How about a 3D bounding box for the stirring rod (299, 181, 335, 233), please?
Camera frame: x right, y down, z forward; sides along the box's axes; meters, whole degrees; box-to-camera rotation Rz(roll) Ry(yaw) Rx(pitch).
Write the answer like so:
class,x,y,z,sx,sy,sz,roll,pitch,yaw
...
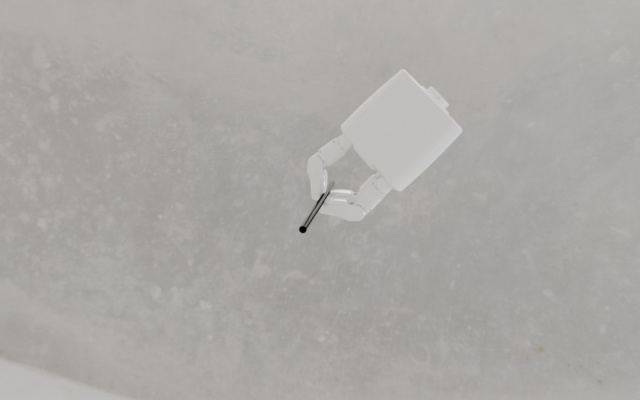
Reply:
class,x,y,z,sx,sy,sz,roll,pitch,yaw
stirring rod,0.000,0.002,0.596,0.011,0.011,0.239,0,13,9
